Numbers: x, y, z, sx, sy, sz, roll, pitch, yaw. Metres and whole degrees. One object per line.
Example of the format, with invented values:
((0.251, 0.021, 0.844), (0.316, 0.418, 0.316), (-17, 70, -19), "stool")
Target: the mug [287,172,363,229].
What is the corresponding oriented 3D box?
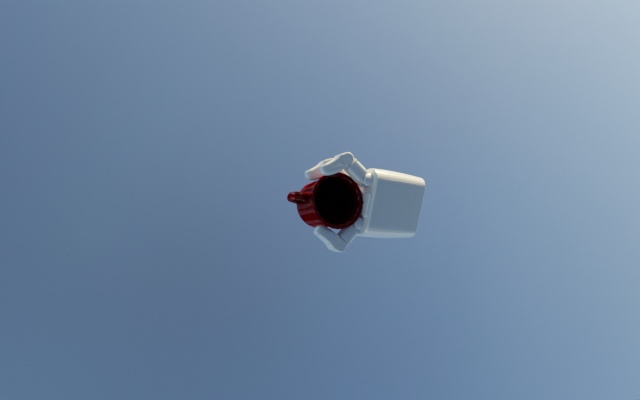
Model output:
((-0.001, 0.003, 0.797), (0.117, 0.093, 0.081), (7, -9, -25), "mug")
